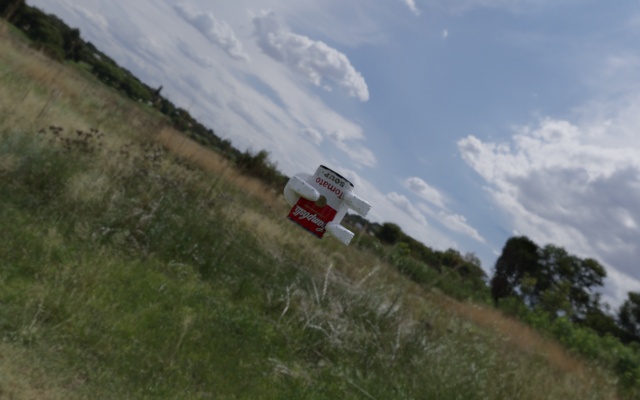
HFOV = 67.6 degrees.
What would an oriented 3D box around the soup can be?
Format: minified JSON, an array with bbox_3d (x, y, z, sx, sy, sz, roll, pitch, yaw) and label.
[{"bbox_3d":[0.000,0.002,0.766,0.068,0.102,0.068,32,-2,2],"label":"soup can"}]
